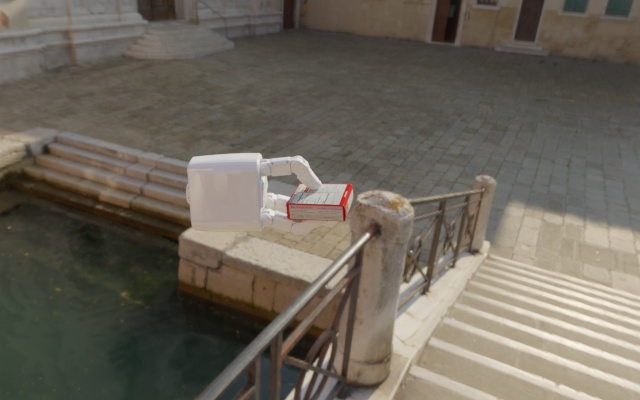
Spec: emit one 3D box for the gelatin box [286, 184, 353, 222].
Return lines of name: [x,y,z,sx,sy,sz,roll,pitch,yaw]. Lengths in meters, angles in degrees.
gelatin box: [0.000,0.002,0.721,0.089,0.030,0.073,1,26,14]
